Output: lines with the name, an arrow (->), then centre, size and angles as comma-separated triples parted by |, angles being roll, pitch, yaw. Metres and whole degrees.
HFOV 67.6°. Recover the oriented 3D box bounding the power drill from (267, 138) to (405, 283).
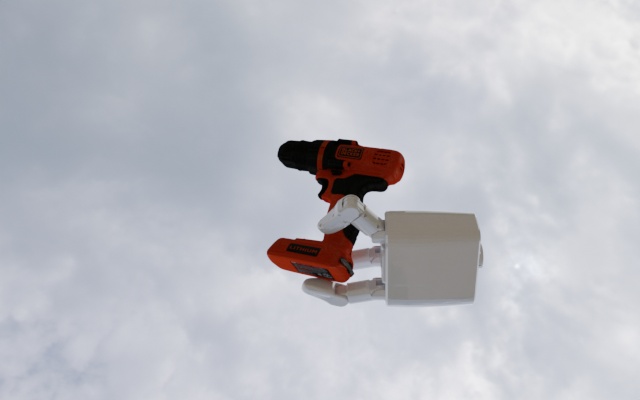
power drill -> 0.000, 0.002, 0.618 | 0.184, 0.187, 0.057 | 9, -25, 27
